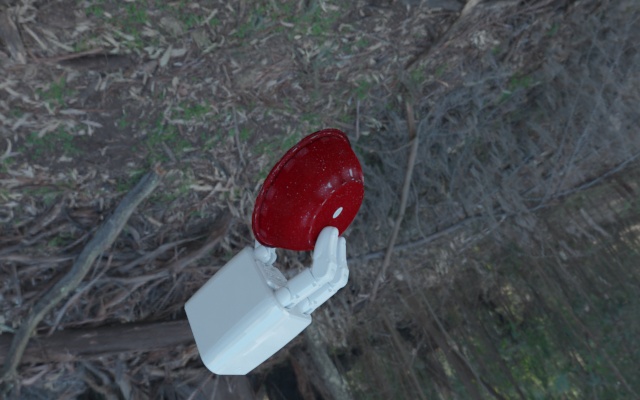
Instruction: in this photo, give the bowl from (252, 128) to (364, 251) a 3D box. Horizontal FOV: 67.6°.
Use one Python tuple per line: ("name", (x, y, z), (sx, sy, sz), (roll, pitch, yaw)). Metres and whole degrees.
("bowl", (0.001, 0.001, 0.544), (0.055, 0.162, 0.162), (36, 18, 27))
